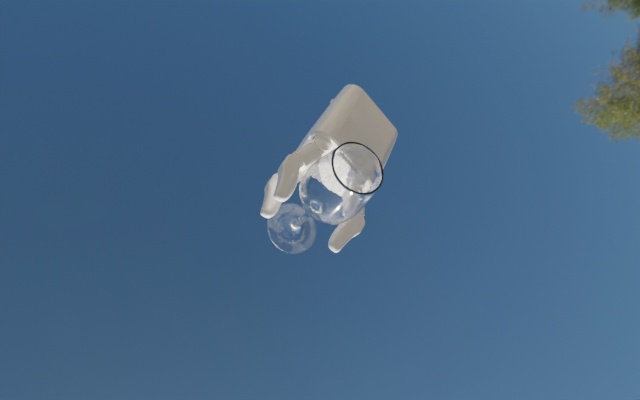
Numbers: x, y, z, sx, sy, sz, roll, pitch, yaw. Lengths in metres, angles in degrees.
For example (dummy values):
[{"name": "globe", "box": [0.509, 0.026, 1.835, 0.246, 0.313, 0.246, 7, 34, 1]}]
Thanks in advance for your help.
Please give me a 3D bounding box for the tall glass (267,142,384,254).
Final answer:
[{"name": "tall glass", "box": [0.000, 0.002, 0.585, 0.079, 0.079, 0.201, 0, -21, -25]}]
